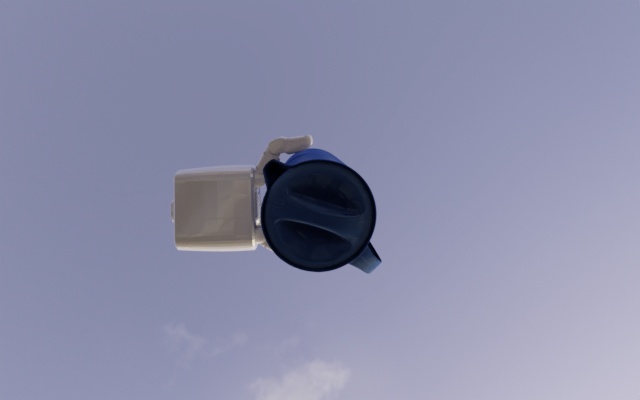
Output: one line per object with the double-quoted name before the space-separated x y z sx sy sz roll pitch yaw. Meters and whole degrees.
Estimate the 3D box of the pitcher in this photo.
"pitcher" 0.000 0.002 0.655 0.145 0.149 0.242 -2 13 -2
